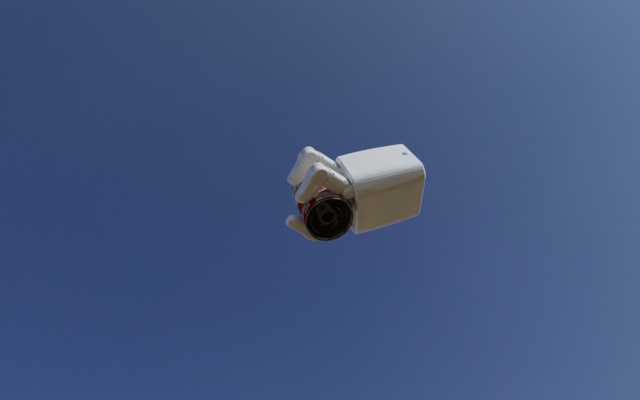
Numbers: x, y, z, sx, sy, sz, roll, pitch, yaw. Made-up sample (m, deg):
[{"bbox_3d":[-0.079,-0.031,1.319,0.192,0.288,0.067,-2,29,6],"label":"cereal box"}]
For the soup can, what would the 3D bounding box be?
[{"bbox_3d":[0.000,0.002,0.691,0.068,0.068,0.102,0,29,-17],"label":"soup can"}]
